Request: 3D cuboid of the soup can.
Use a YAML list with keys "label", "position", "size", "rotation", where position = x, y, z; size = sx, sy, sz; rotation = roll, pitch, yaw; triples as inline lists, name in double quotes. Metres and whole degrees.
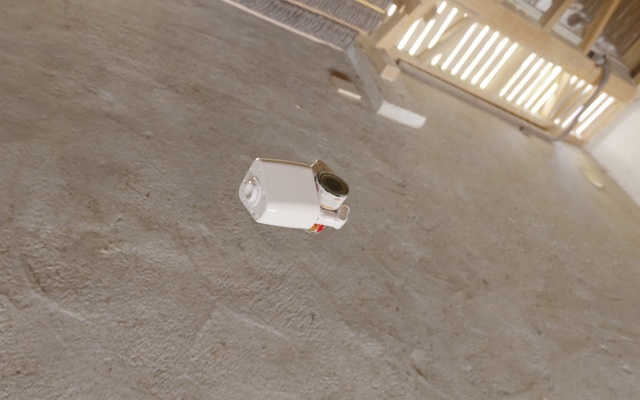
- label: "soup can"
  position: [0.001, 0.003, 0.888]
  size: [0.068, 0.068, 0.102]
  rotation: [0, -44, -42]
